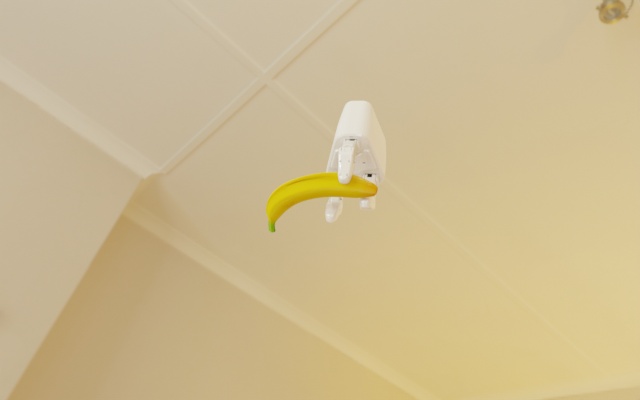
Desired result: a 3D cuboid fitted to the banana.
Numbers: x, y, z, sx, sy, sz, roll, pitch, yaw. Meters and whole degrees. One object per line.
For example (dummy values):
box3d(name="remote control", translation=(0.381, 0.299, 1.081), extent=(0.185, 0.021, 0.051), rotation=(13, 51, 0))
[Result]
box3d(name="banana", translation=(-0.012, -0.009, 0.734), extent=(0.198, 0.070, 0.037), rotation=(-19, 35, 25))
